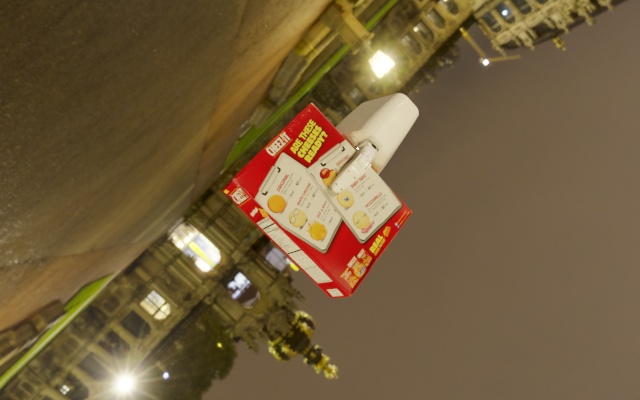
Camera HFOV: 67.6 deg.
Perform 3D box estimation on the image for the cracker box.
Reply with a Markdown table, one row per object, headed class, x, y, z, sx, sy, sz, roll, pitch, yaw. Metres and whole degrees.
| class | x | y | z | sx | sy | sz | roll | pitch | yaw |
| --- | --- | --- | --- | --- | --- | --- | --- | --- | --- |
| cracker box | 0.000 | 0.002 | 0.657 | 0.164 | 0.214 | 0.072 | -49 | 10 | -28 |
